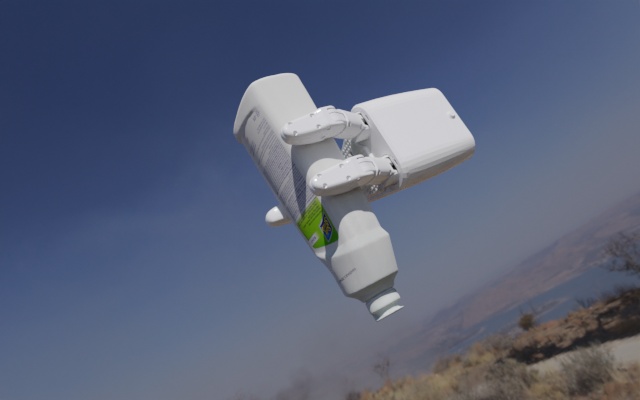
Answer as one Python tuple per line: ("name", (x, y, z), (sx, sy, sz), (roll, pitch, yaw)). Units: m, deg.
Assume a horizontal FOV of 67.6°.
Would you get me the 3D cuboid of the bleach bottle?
("bleach bottle", (0.000, 0.001, 0.468), (0.068, 0.250, 0.103), (-21, -19, -28))
